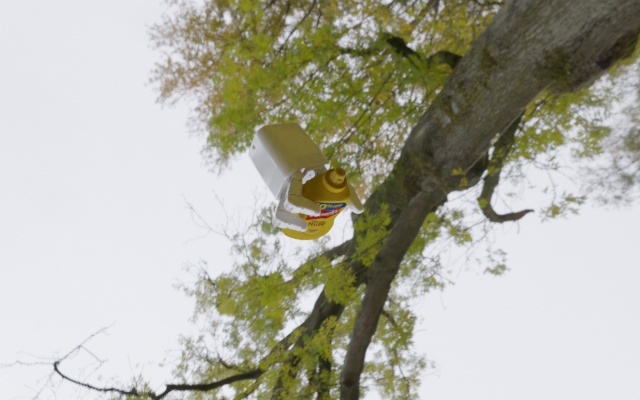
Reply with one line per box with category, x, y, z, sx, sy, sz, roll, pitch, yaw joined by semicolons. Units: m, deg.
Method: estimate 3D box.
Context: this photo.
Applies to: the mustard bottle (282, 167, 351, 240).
mustard bottle;0.000;0.003;0.840;0.096;0.058;0.192;1;-32;-22
